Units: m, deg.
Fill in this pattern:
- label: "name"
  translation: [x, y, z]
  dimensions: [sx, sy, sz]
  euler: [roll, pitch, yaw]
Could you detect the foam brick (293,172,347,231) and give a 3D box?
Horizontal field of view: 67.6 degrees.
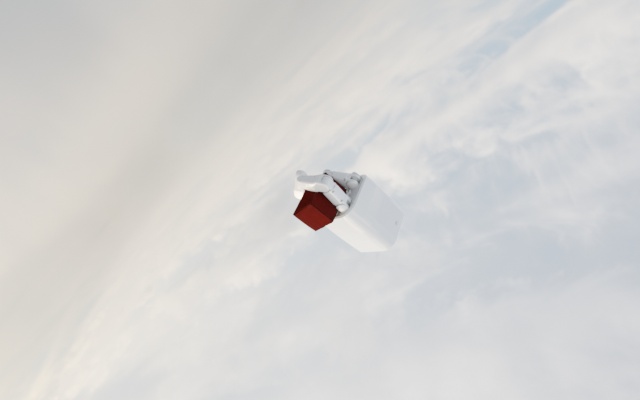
- label: "foam brick"
  translation: [0.000, 0.003, 0.802]
  dimensions: [0.051, 0.078, 0.053]
  euler: [40, -40, -18]
